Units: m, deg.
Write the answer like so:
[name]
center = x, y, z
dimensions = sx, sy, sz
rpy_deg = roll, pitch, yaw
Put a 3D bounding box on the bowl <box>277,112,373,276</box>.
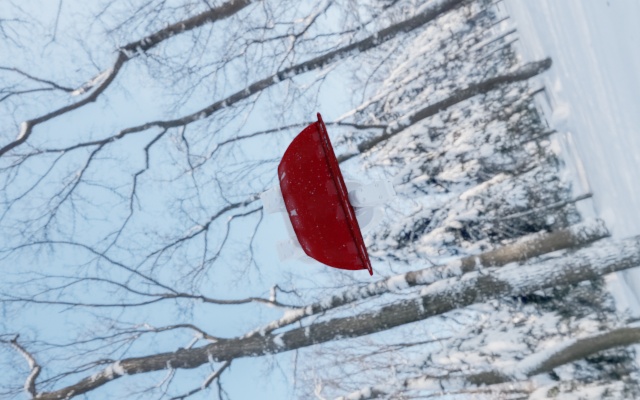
[bowl]
center = -0.001, 0.001, 0.453
dimensions = 0.055, 0.162, 0.162
rpy_deg = -18, -1, 4
